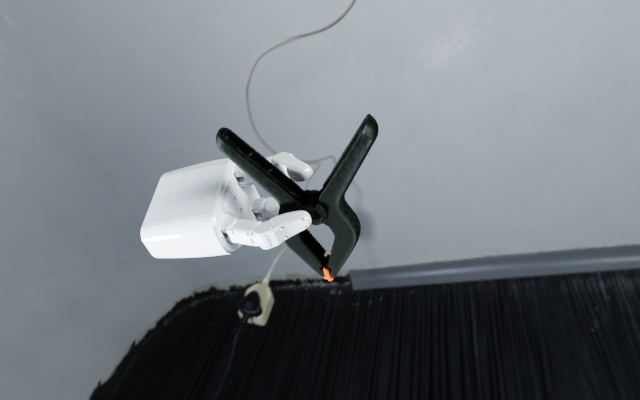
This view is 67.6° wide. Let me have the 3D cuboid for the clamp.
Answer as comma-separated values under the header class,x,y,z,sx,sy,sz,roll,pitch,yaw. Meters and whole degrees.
class,x,y,z,sx,sy,sz,roll,pitch,yaw
clamp,0.000,0.003,0.509,0.164,0.210,0.036,-8,35,21
